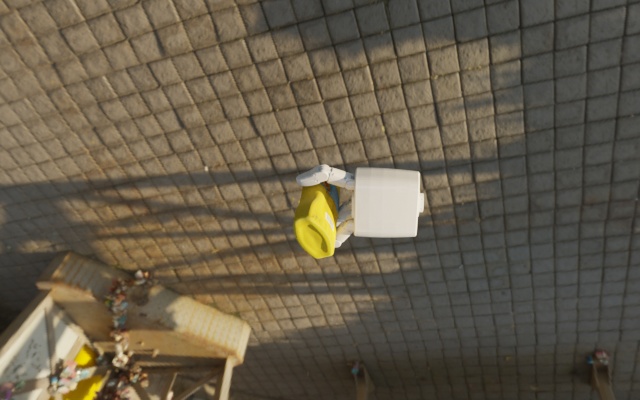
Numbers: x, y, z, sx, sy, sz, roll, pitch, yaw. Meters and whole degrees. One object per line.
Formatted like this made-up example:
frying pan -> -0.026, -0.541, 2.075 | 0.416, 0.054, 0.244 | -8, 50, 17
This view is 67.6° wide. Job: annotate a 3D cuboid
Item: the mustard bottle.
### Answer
mustard bottle -> 0.000, 0.003, 0.842 | 0.058, 0.096, 0.191 | -16, 36, 21
